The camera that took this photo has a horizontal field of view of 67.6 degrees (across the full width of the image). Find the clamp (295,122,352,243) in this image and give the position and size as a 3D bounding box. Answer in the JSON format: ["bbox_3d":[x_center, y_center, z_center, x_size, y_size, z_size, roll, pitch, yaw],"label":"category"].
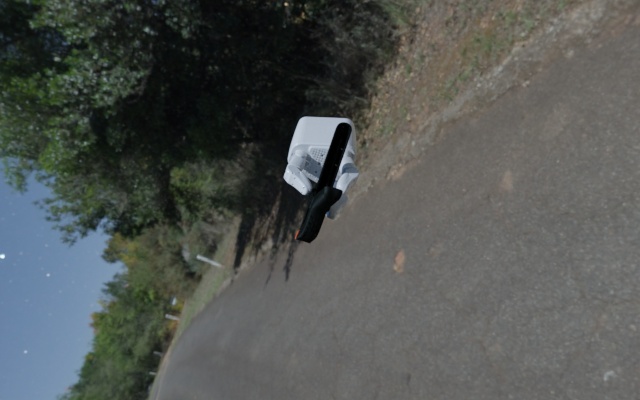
[{"bbox_3d":[-0.001,0.002,0.739,0.036,0.210,0.164,18,37,-6],"label":"clamp"}]
